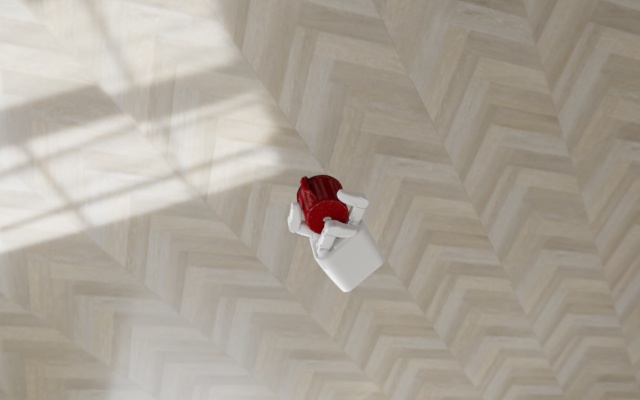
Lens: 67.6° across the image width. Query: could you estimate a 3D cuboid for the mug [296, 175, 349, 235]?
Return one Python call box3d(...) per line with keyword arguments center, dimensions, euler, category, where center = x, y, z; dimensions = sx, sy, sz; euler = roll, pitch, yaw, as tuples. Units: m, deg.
box3d(center=(0.000, 0.002, 0.891), dimensions=(0.093, 0.117, 0.081), euler=(-31, 33, 8), category="mug")
